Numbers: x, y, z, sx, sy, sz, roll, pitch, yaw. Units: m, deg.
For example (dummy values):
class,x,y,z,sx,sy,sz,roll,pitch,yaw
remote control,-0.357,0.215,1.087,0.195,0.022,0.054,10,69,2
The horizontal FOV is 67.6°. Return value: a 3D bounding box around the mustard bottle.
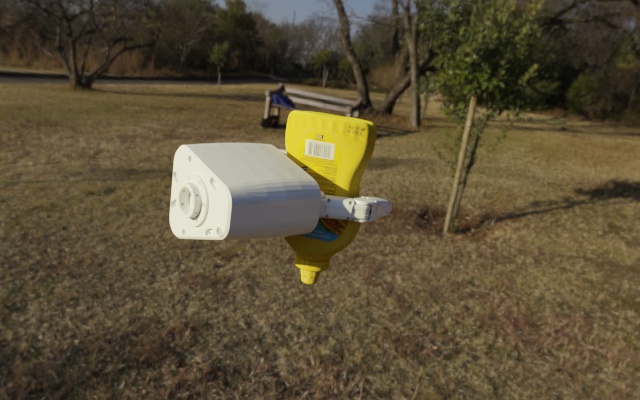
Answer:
class,x,y,z,sx,sy,sz,roll,pitch,yaw
mustard bottle,0.000,0.001,0.530,0.096,0.192,0.058,13,13,20
